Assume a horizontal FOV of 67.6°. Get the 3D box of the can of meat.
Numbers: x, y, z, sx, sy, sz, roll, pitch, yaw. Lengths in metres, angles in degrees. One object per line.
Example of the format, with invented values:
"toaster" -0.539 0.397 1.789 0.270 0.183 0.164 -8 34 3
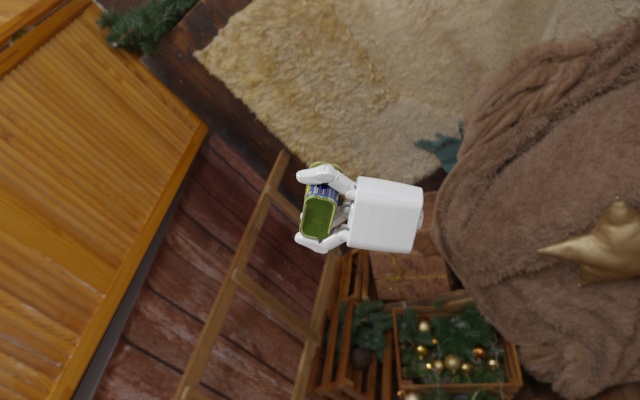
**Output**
"can of meat" 0.000 0.003 0.789 0.057 0.102 0.083 11 44 -1
